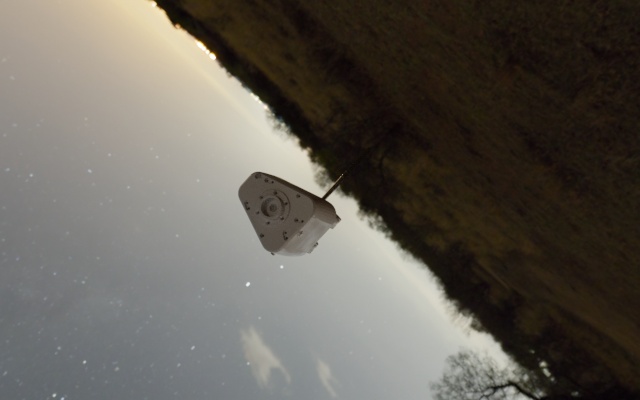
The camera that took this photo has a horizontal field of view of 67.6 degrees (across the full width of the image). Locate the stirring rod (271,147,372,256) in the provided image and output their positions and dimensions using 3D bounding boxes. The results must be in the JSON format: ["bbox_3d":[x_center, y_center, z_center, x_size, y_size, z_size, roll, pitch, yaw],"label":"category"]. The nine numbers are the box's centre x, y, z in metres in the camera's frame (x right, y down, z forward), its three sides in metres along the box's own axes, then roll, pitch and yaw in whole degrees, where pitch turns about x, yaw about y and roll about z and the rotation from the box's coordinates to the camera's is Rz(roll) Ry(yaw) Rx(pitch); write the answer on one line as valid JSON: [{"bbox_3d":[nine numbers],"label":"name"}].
[{"bbox_3d":[0.000,0.002,0.794,0.011,0.239,0.011,42,5,-5],"label":"stirring rod"}]
